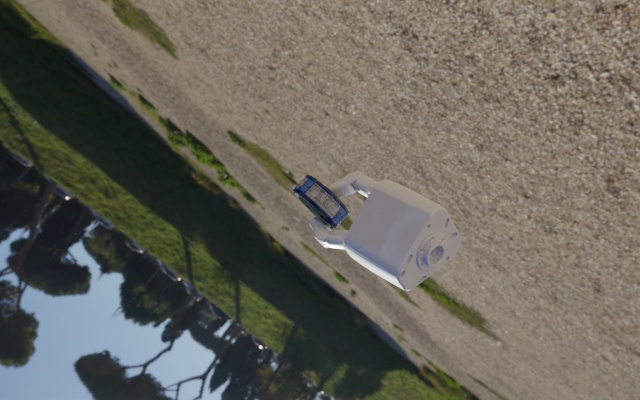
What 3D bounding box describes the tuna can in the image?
[{"bbox_3d":[0.000,0.003,0.706,0.086,0.034,0.086,42,-7,6],"label":"tuna can"}]
